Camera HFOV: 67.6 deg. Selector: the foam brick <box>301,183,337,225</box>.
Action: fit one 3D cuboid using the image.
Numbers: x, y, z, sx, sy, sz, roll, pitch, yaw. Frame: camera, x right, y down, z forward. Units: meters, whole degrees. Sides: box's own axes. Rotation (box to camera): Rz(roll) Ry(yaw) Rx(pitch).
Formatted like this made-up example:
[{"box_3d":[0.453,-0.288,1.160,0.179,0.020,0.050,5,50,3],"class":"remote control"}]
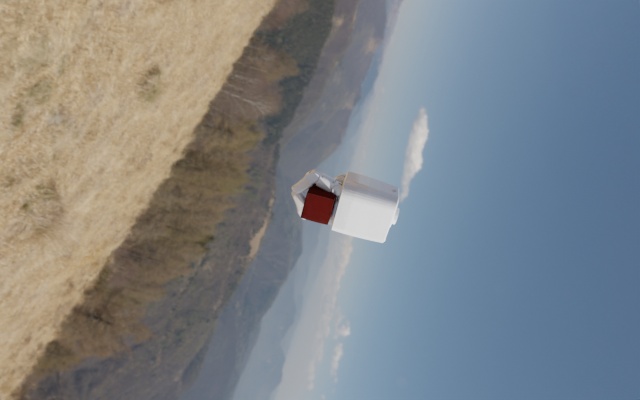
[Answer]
[{"box_3d":[0.000,0.003,0.882,0.051,0.053,0.078,16,21,4],"class":"foam brick"}]
